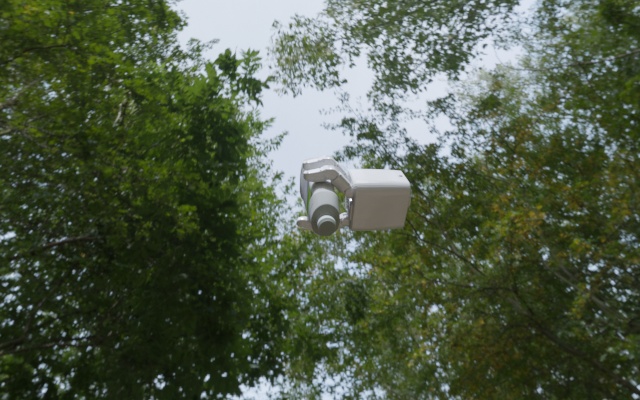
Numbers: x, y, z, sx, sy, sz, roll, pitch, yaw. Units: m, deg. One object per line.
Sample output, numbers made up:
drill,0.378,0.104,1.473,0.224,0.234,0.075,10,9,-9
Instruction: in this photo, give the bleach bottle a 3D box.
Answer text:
bleach bottle,0.000,0.003,0.895,0.068,0.103,0.250,-1,24,-5
